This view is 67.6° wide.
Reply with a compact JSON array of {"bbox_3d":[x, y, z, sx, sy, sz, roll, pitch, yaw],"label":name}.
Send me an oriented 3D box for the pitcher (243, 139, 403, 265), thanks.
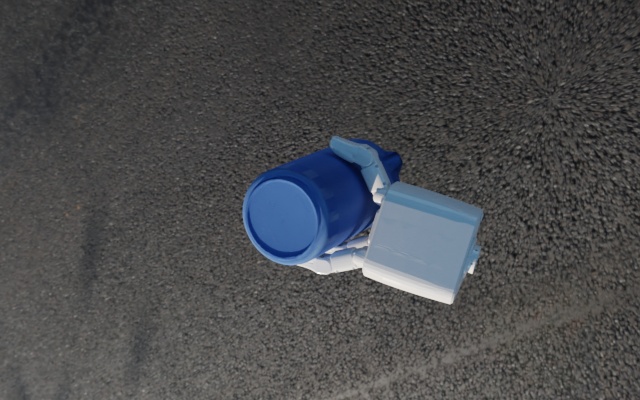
[{"bbox_3d":[0.000,0.002,0.617,0.145,0.149,0.243,20,19,20],"label":"pitcher"}]
